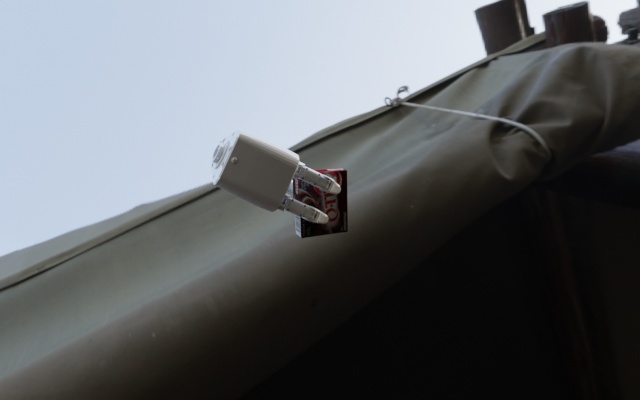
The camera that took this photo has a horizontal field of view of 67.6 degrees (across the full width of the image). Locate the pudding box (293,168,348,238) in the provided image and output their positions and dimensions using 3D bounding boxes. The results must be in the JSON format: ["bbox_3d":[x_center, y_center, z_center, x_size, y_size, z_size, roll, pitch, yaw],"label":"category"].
[{"bbox_3d":[0.000,0.003,0.822,0.090,0.113,0.039,-6,14,-22],"label":"pudding box"}]
